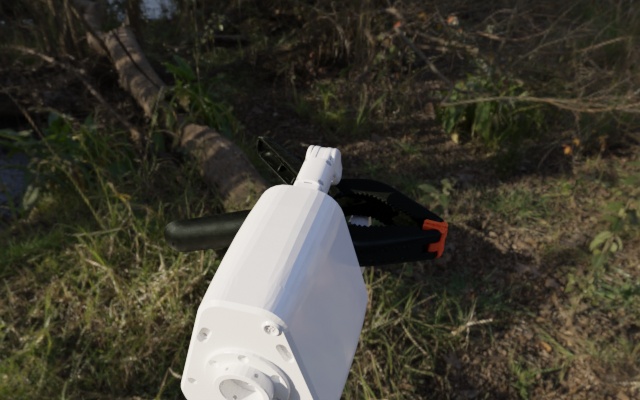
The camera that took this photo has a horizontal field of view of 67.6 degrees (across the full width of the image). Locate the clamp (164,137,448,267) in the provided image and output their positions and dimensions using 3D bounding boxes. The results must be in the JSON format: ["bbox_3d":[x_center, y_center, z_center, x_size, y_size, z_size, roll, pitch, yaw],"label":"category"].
[{"bbox_3d":[0.001,0.001,0.403,0.210,0.036,0.164,9,38,11],"label":"clamp"}]
